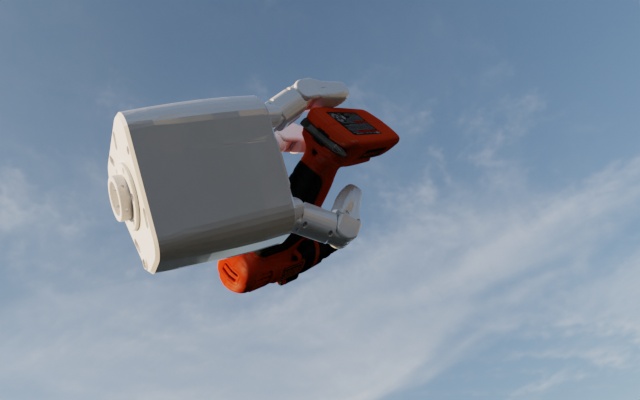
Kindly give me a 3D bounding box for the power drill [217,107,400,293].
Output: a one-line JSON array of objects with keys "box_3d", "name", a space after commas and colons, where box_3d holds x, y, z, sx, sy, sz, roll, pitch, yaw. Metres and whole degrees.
[{"box_3d": [0.000, 0.001, 0.472, 0.057, 0.188, 0.184, 39, 26, 20], "name": "power drill"}]
